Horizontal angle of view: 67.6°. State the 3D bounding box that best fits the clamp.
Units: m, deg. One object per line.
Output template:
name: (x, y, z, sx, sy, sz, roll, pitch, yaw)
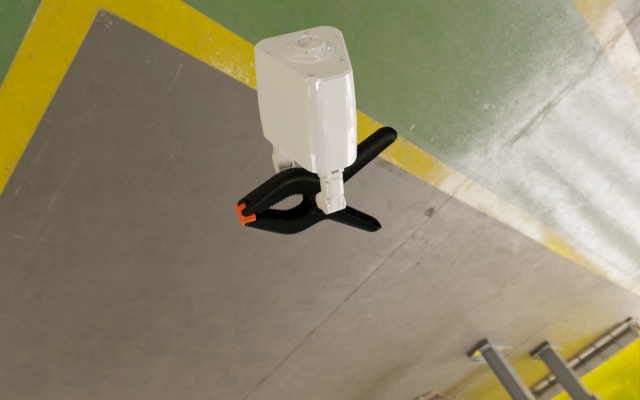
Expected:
clamp: (0.000, 0.002, 0.605, 0.210, 0.165, 0.036, -18, 42, -14)
